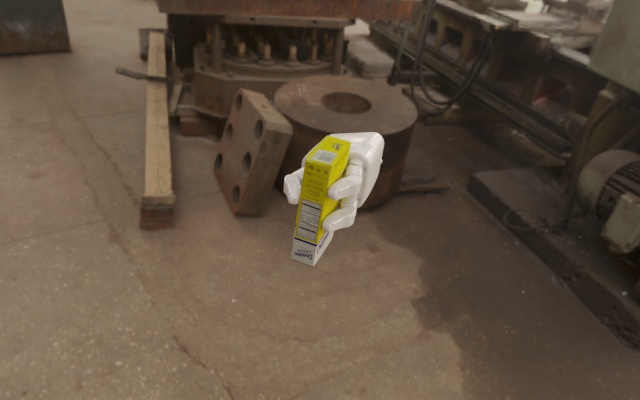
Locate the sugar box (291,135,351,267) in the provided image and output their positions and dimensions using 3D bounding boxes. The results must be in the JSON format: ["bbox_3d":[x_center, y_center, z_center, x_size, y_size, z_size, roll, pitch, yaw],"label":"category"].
[{"bbox_3d":[0.001,0.002,0.715,0.048,0.176,0.093,16,33,15],"label":"sugar box"}]
